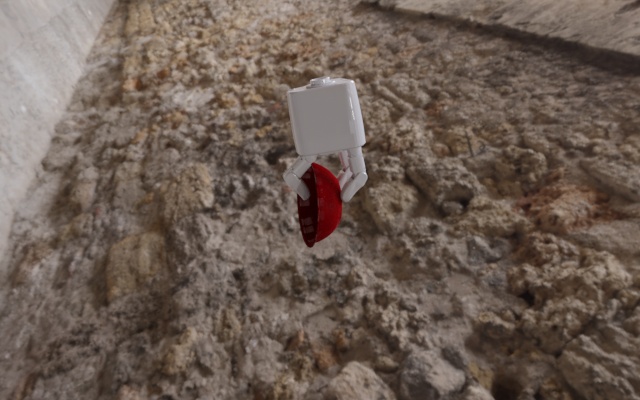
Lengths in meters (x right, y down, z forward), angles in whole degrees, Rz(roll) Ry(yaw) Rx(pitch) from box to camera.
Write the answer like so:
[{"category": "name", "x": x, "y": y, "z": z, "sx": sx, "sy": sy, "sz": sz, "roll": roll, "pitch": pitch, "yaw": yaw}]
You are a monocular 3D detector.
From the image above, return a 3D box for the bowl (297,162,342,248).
[{"category": "bowl", "x": 0.000, "y": 0.004, "z": 0.859, "sx": 0.055, "sy": 0.162, "sz": 0.162, "roll": -3, "pitch": 1, "yaw": -15}]
